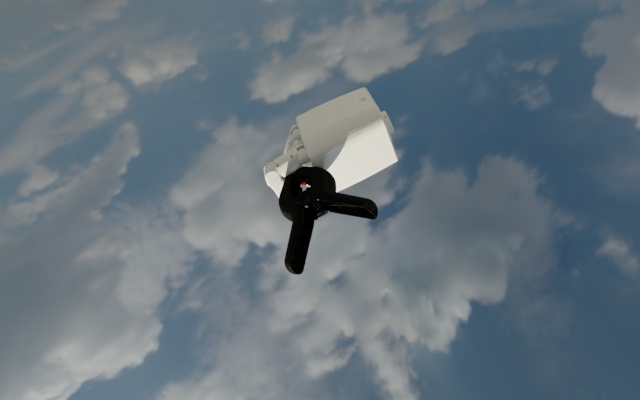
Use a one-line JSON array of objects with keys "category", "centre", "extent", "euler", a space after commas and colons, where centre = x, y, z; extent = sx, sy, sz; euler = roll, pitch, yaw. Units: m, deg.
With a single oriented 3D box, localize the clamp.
[{"category": "clamp", "centre": [0.000, 0.002, 0.576], "extent": [0.120, 0.039, 0.171], "euler": [-27, 40, 8]}]
